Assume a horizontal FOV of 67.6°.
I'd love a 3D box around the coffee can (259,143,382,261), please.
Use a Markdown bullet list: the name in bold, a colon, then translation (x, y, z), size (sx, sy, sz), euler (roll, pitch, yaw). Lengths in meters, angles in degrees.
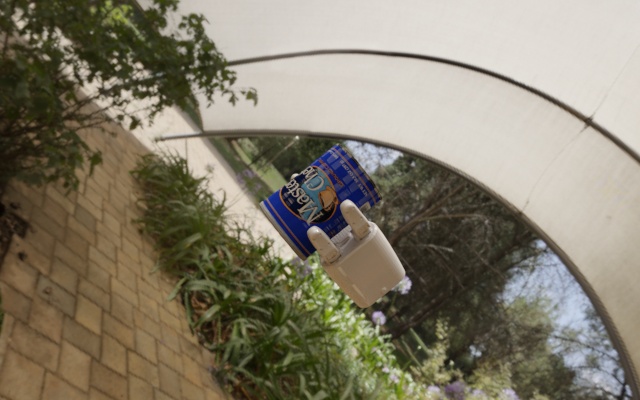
- **coffee can**: translation (0.000, 0.002, 0.673), size (0.140, 0.103, 0.103), euler (-38, 1, -2)
